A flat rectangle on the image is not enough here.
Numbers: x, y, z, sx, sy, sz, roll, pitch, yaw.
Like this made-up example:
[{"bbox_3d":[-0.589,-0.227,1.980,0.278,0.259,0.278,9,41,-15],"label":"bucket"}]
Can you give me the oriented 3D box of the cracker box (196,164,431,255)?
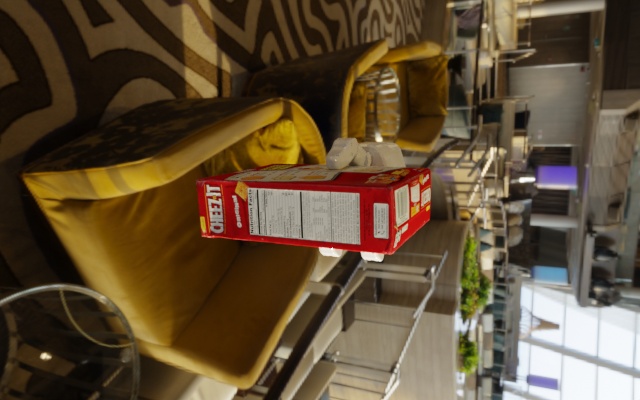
[{"bbox_3d":[0.000,0.002,0.530,0.213,0.072,0.164,3,11,24],"label":"cracker box"}]
